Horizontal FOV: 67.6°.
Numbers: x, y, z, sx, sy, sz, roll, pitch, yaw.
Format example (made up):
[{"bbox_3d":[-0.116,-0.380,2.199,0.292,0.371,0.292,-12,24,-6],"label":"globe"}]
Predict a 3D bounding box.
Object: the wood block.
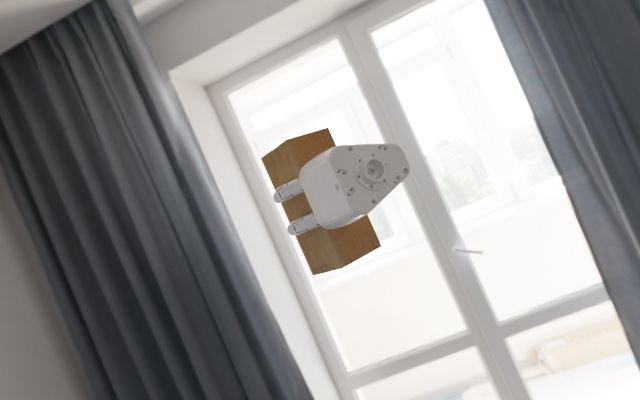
[{"bbox_3d":[0.001,0.002,0.756,0.091,0.206,0.090,-23,-2,-37],"label":"wood block"}]
